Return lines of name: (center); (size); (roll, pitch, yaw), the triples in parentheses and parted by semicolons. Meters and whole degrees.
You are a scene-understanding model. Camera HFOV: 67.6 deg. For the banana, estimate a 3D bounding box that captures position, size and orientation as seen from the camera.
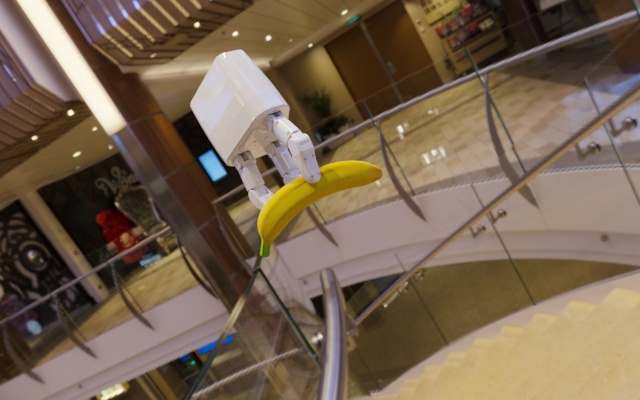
banana: (-0.007, -0.008, 0.611); (0.198, 0.070, 0.037); (-33, 50, -12)
